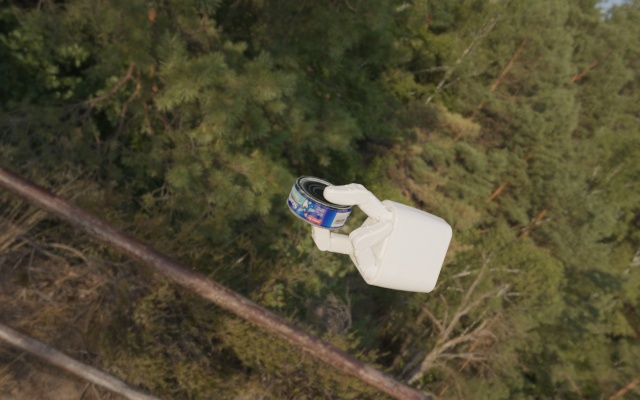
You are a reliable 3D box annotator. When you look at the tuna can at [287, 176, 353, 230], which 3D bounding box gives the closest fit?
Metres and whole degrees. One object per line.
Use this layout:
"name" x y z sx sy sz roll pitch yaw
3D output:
"tuna can" 0.000 0.002 0.642 0.086 0.034 0.086 20 23 -9
